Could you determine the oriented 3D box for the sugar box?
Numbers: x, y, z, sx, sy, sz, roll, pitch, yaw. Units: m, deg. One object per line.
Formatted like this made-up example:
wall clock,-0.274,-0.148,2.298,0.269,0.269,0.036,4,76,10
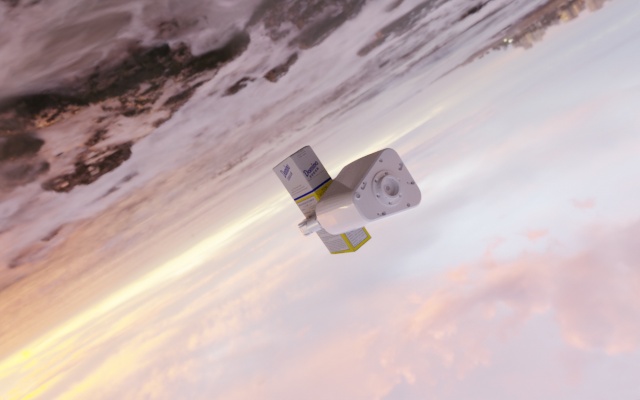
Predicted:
sugar box,0.001,0.002,0.761,0.048,0.176,0.093,-34,6,-25
